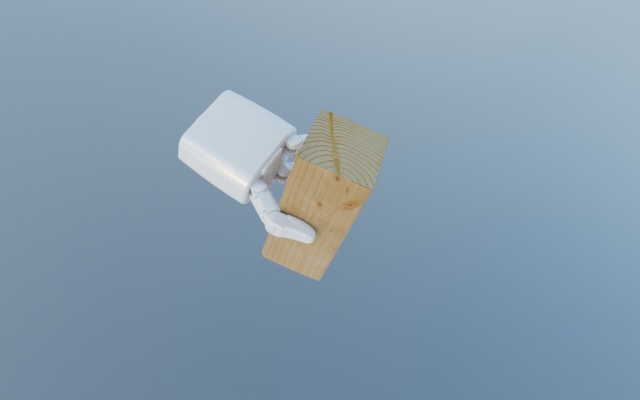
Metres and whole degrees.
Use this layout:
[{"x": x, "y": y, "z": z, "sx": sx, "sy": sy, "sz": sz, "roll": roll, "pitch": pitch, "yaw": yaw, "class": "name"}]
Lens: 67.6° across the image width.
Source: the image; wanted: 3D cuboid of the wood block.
[{"x": 0.000, "y": 0.002, "z": 0.603, "sx": 0.090, "sy": 0.090, "sz": 0.206, "roll": 24, "pitch": -41, "yaw": 0, "class": "wood block"}]
